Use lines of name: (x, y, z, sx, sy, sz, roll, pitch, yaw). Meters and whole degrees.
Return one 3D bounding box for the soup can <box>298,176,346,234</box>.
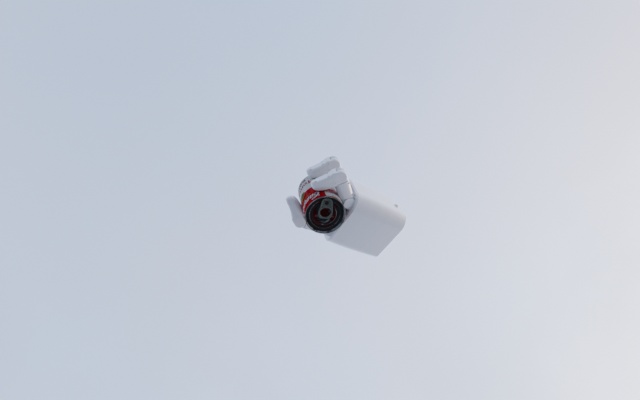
soup can: (0.000, 0.002, 0.820, 0.068, 0.068, 0.102, 0, 26, -10)
